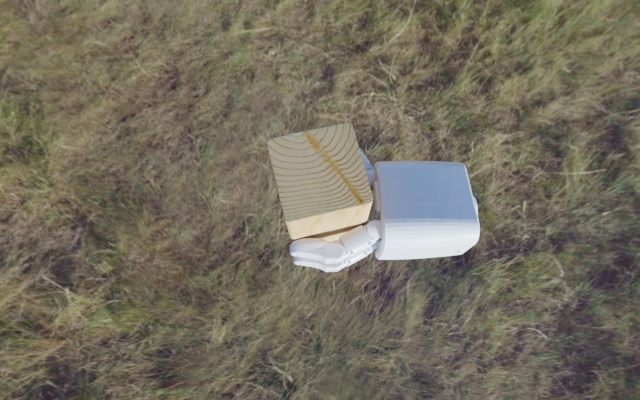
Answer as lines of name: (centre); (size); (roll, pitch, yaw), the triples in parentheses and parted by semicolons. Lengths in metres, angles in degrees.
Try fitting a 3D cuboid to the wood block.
wood block: (0.000, 0.001, 0.562); (0.090, 0.090, 0.206); (-13, -18, -3)
